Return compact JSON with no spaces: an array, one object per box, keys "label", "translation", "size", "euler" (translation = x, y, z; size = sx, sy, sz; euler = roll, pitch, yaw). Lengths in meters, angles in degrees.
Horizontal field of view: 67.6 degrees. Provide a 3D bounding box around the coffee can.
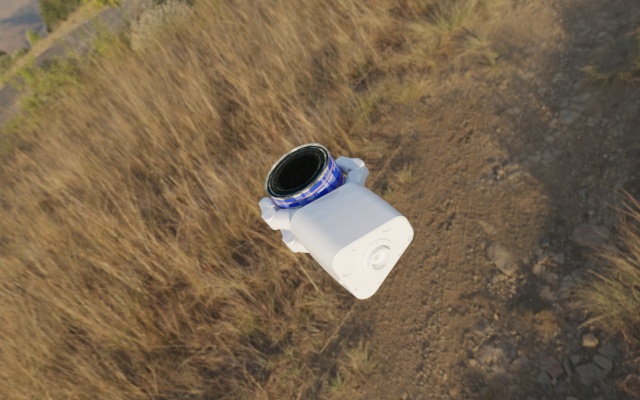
[{"label":"coffee can","translation":[0.000,0.002,0.690],"size":[0.103,0.102,0.140],"euler":[0,-39,38]}]
